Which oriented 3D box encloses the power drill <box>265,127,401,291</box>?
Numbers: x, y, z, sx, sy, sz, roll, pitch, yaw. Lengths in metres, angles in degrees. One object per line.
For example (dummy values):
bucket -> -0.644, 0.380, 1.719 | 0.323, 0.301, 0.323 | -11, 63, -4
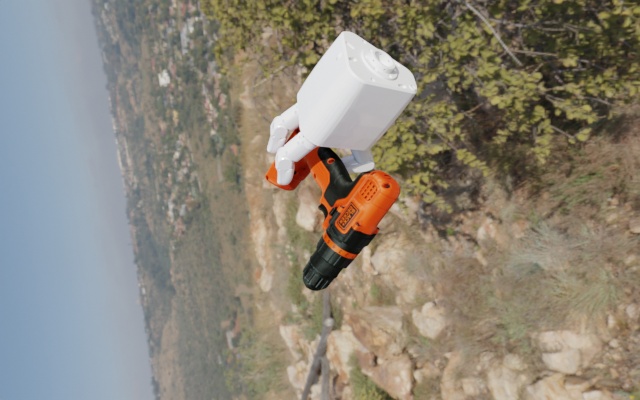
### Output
power drill -> 0.000, 0.002, 0.646 | 0.057, 0.184, 0.187 | 14, 28, -50
